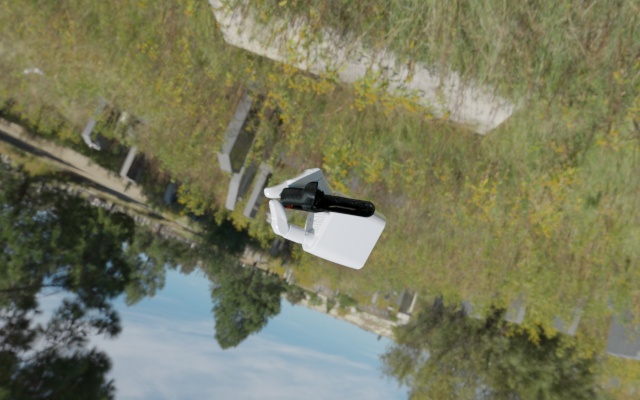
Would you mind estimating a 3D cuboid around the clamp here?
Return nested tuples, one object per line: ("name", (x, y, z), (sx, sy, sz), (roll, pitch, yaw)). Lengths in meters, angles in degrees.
("clamp", (0.000, 0.003, 0.735), (0.120, 0.039, 0.171), (24, -10, -24))
